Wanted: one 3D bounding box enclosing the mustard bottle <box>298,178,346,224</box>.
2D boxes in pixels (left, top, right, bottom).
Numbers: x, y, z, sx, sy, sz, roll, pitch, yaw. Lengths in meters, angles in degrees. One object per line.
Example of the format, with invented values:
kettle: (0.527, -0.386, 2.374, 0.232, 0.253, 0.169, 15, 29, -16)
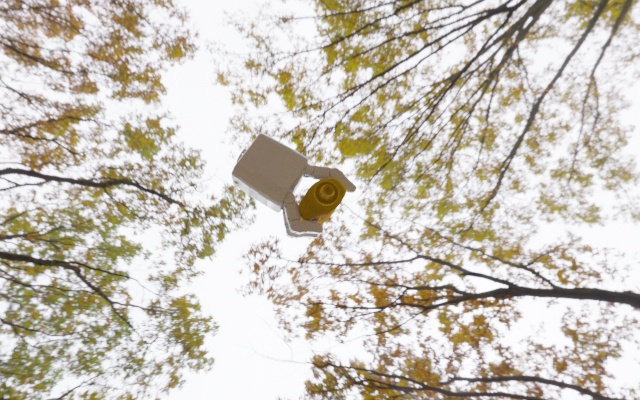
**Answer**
mustard bottle: (0.000, 0.003, 0.870, 0.096, 0.058, 0.192, -34, -6, -14)
